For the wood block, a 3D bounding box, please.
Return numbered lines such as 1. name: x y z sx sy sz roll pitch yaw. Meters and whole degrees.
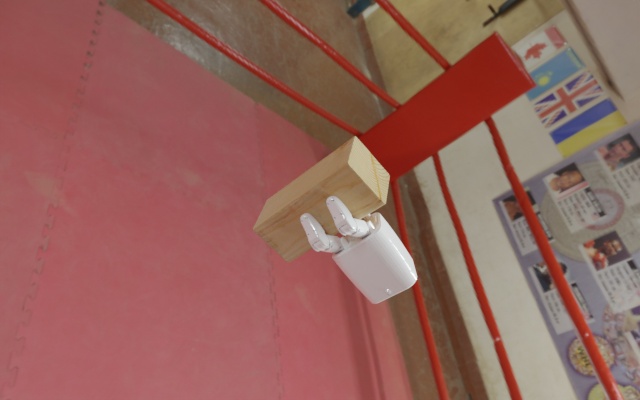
1. wood block: 0.001 0.003 0.769 0.206 0.090 0.090 -34 20 29
